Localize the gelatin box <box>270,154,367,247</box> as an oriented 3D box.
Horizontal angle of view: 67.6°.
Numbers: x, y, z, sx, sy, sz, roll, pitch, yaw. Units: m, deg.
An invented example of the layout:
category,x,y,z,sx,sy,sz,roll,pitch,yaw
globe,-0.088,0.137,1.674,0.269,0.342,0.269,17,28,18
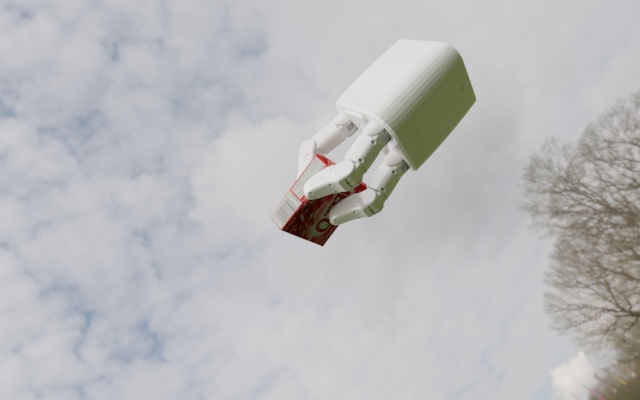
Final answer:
category,x,y,z,sx,sy,sz,roll,pitch,yaw
gelatin box,0.000,0.002,0.523,0.073,0.089,0.030,27,15,-47
